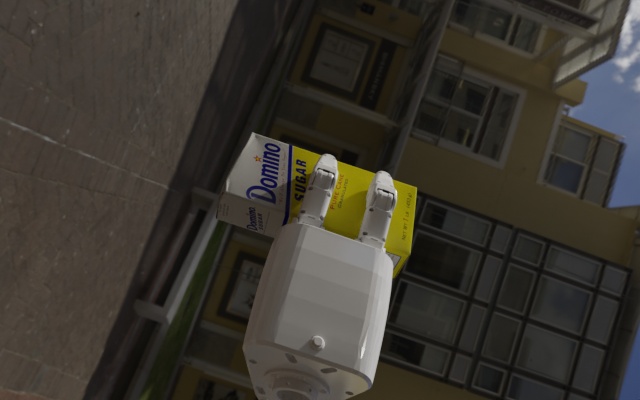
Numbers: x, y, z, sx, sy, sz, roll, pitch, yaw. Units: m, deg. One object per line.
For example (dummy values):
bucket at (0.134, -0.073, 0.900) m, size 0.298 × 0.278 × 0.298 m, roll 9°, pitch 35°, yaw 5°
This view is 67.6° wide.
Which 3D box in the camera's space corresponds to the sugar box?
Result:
sugar box at (0.000, 0.001, 0.457) m, size 0.176 × 0.093 × 0.048 m, roll 20°, pitch -45°, yaw -4°
